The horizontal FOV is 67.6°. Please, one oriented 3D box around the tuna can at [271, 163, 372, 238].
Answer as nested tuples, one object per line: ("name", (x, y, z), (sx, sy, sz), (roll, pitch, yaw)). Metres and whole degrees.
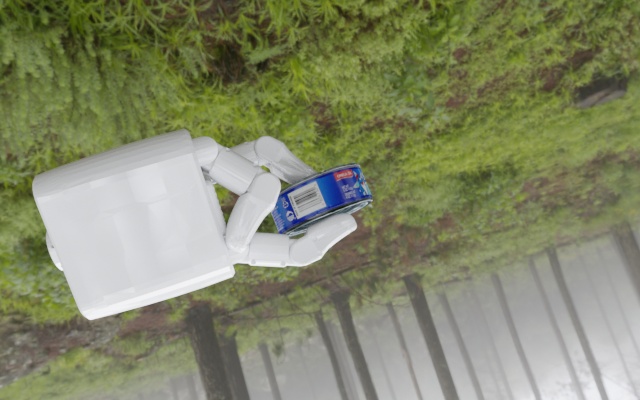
("tuna can", (0.000, 0.002, 0.405), (0.086, 0.033, 0.086), (-22, -8, -3))
